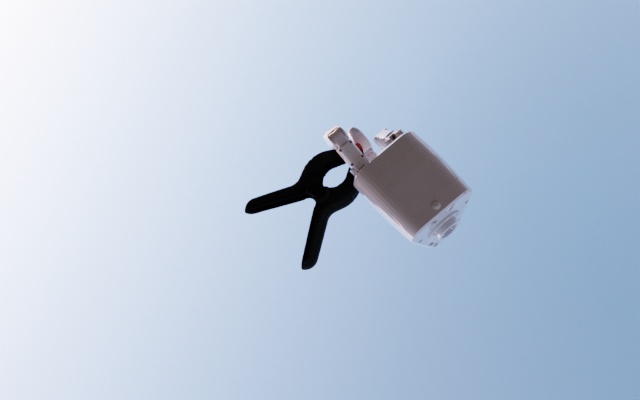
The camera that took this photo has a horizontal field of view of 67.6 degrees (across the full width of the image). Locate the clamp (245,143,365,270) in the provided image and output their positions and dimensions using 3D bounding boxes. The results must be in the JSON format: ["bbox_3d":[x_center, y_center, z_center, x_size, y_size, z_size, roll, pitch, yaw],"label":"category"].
[{"bbox_3d":[0.000,0.002,0.610,0.171,0.120,0.039,-38,-11,1],"label":"clamp"}]
